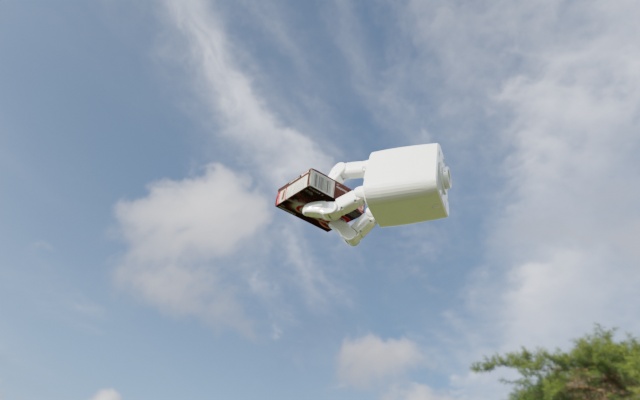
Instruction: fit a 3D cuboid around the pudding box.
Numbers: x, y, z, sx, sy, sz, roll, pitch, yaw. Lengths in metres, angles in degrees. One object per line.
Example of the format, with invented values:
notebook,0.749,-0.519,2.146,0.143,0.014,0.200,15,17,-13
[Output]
pudding box,0.000,0.002,0.751,0.113,0.039,0.090,30,-39,-28
